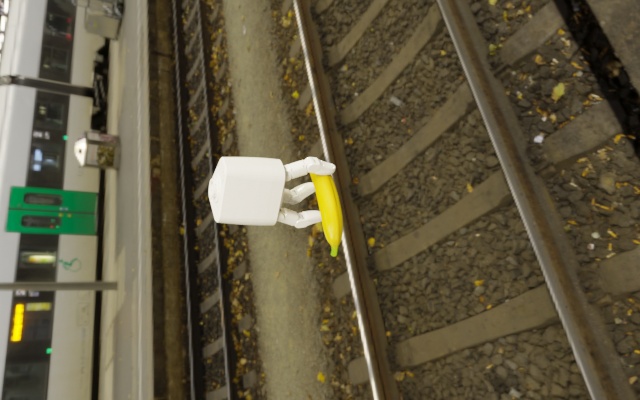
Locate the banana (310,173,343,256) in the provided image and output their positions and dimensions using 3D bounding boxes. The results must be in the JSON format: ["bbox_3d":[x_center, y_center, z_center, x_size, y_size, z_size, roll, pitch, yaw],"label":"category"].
[{"bbox_3d":[0.008,-0.002,0.867,0.037,0.197,0.070,-1,-23,-25],"label":"banana"}]
